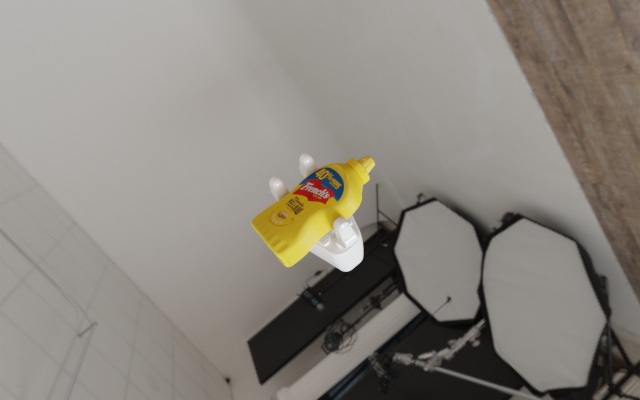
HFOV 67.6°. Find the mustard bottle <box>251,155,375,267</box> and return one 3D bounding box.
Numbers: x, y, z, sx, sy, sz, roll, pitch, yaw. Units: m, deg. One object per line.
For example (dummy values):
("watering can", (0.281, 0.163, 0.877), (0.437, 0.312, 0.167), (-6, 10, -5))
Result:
("mustard bottle", (0.000, 0.002, 0.674), (0.191, 0.058, 0.096), (-39, 42, -8))
